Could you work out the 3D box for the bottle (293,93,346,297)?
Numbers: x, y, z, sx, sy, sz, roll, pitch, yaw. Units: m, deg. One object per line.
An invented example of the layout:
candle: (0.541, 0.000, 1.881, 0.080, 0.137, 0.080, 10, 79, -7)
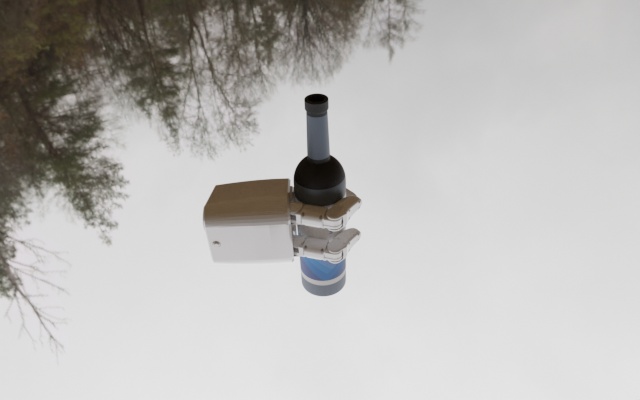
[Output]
bottle: (0.000, 0.002, 0.625, 0.069, 0.296, 0.069, -1, 37, 1)
